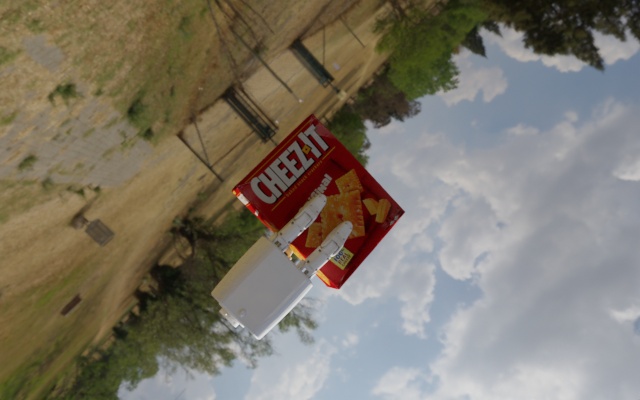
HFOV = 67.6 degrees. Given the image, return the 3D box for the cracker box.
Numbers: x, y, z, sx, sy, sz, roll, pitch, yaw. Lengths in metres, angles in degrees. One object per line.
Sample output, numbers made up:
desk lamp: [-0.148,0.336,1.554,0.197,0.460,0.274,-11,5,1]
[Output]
cracker box: [0.000,0.003,0.727,0.164,0.214,0.072,-46,8,-15]
